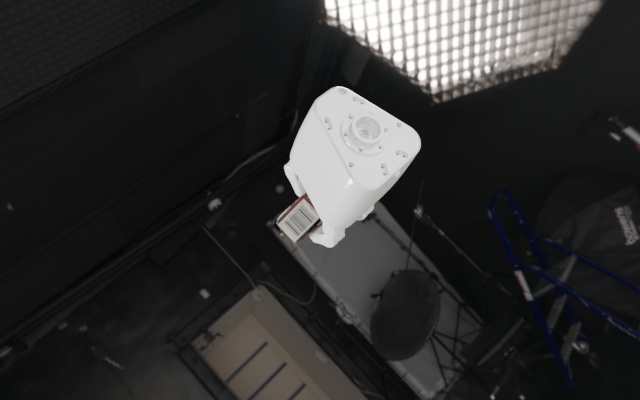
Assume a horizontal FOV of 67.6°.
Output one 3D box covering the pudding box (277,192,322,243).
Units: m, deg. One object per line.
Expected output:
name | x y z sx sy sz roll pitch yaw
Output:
pudding box | 0.000 0.002 0.615 0.113 0.039 0.090 -43 -5 3
